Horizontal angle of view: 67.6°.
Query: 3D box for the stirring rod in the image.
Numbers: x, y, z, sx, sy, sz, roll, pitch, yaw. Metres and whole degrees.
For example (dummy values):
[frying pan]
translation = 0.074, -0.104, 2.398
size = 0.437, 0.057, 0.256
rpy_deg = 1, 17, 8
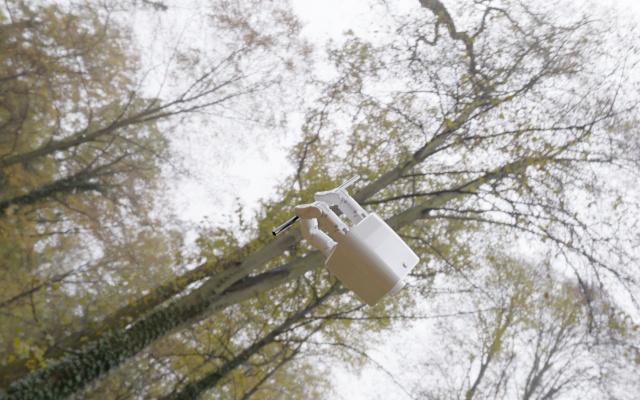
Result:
[stirring rod]
translation = 0.000, 0.003, 0.803
size = 0.011, 0.011, 0.239
rpy_deg = 0, 23, 39
